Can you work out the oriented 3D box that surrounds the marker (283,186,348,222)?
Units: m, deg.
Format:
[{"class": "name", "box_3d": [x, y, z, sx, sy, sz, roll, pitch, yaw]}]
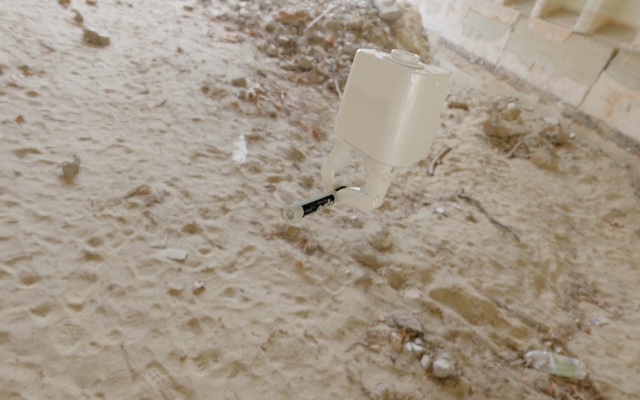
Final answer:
[{"class": "marker", "box_3d": [0.000, 0.002, 0.585, 0.020, 0.020, 0.121, 0, 13, 38]}]
